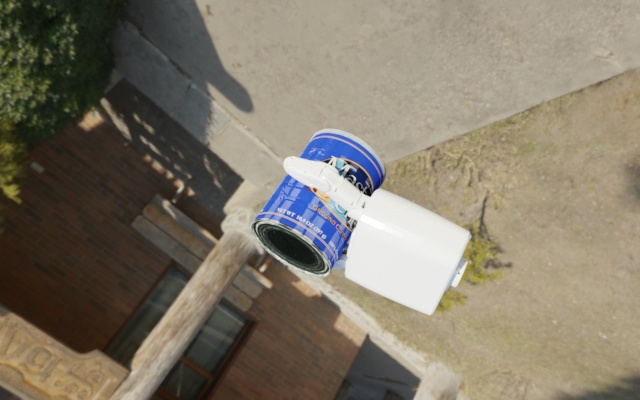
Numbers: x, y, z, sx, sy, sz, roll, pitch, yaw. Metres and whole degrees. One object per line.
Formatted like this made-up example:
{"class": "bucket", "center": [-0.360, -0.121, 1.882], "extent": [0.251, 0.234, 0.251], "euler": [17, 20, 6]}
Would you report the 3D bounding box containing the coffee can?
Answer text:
{"class": "coffee can", "center": [0.000, 0.002, 0.552], "extent": [0.103, 0.140, 0.103], "euler": [25, -27, 14]}
